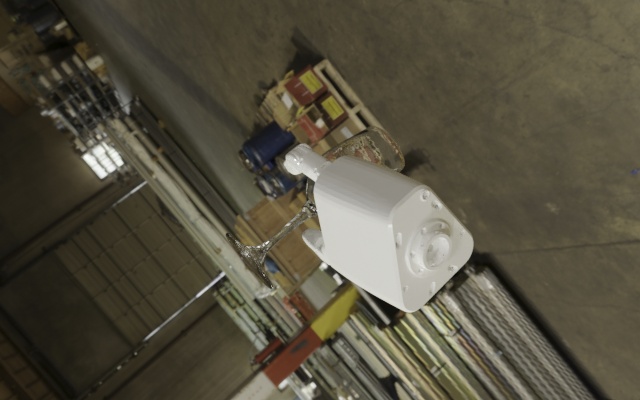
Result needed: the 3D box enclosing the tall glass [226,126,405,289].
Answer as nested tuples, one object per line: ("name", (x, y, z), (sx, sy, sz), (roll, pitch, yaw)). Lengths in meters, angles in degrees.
("tall glass", (-0.001, 0.002, 0.516), (0.201, 0.079, 0.079), (-40, 13, -16))
